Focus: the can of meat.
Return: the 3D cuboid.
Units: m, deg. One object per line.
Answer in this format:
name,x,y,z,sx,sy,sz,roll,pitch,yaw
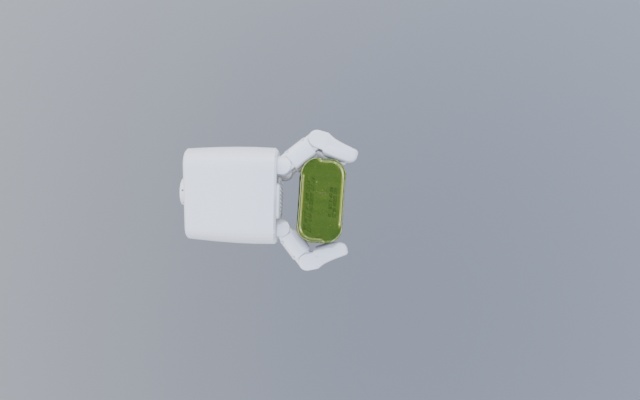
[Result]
can of meat,0.000,0.002,0.576,0.057,0.102,0.084,4,-3,-1
